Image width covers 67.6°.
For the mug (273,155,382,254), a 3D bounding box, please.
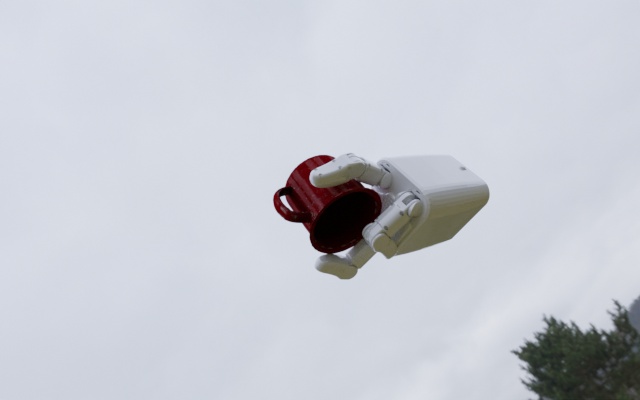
[{"bbox_3d":[-0.001,0.002,0.545,0.117,0.093,0.081,-7,40,-32],"label":"mug"}]
